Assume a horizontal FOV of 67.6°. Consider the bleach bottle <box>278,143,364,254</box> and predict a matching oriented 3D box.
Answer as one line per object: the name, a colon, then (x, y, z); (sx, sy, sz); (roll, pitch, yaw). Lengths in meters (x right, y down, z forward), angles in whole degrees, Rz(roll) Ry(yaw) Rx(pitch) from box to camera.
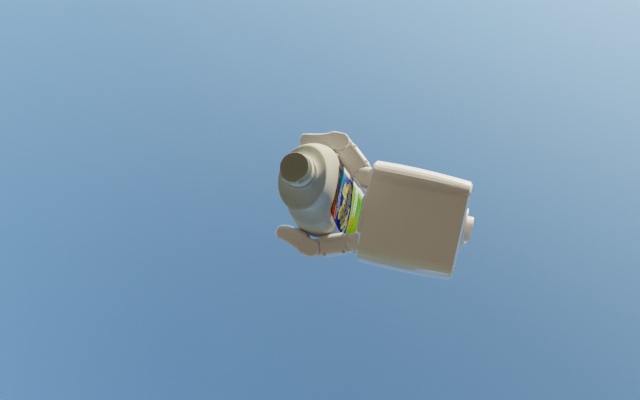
bleach bottle: (0.000, 0.002, 0.559); (0.068, 0.102, 0.251); (13, -8, 15)
